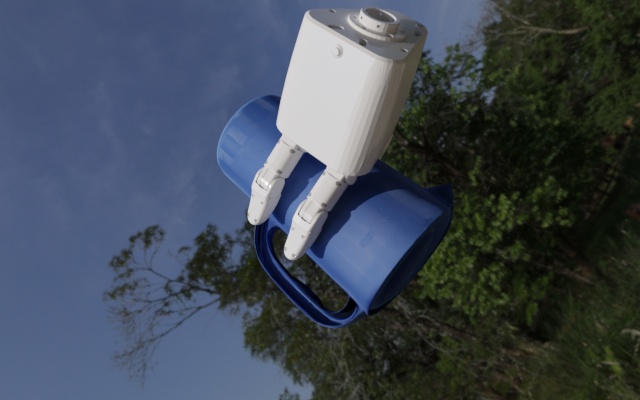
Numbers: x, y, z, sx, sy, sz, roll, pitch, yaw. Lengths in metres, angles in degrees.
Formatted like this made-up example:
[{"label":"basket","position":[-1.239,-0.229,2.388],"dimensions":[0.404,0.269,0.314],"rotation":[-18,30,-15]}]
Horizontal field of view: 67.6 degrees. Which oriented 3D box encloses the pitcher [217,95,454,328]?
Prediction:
[{"label":"pitcher","position":[0.000,0.001,0.499],"dimensions":[0.242,0.145,0.149],"rotation":[38,43,22]}]
